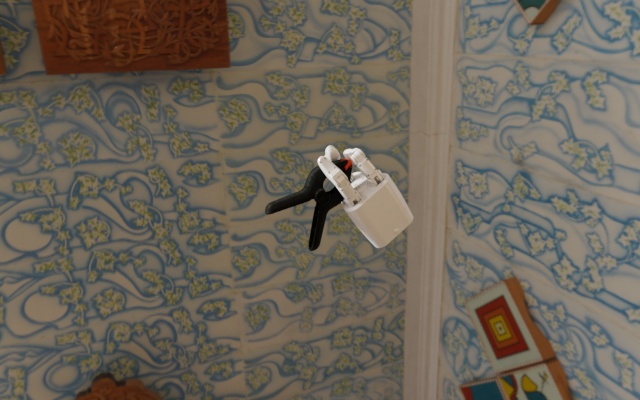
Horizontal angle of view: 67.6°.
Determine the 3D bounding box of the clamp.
[{"bbox_3d":[0.000,0.002,0.833,0.171,0.120,0.039,-41,28,-6],"label":"clamp"}]
